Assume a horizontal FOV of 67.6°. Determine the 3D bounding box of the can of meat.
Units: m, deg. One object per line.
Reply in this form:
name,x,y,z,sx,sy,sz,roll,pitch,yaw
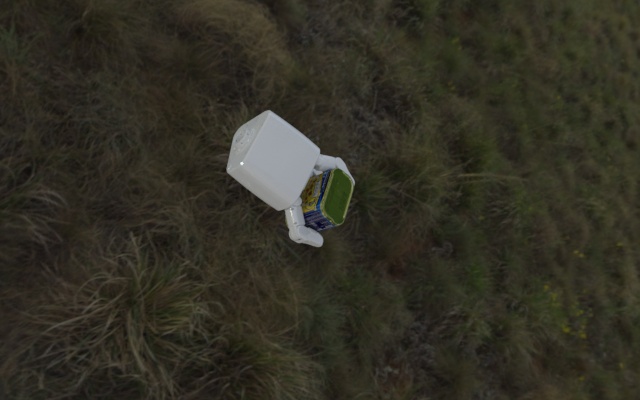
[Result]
can of meat,0.000,0.003,0.770,0.084,0.102,0.057,-20,-49,43
